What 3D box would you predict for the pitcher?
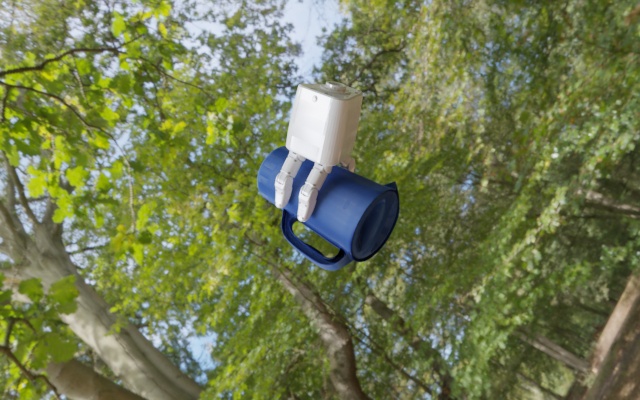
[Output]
[{"bbox_3d":[0.000,0.003,0.827,0.242,0.145,0.149,29,28,32],"label":"pitcher"}]
